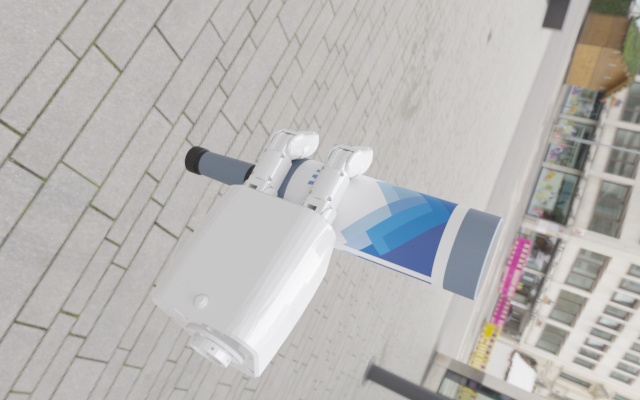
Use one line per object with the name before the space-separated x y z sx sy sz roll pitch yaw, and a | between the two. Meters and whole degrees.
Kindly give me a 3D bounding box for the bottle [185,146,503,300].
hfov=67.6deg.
bottle | 0.000 0.001 0.420 0.295 0.069 0.069 19 8 24
